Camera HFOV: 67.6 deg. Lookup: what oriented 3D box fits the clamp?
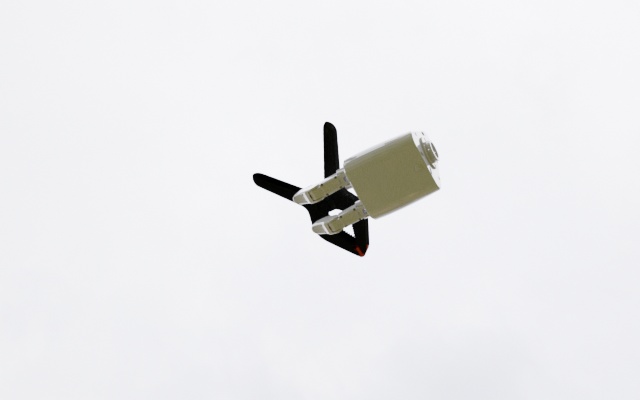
[{"bbox_3d":[0.001,0.002,0.737,0.164,0.210,0.036,-24,15,29],"label":"clamp"}]
